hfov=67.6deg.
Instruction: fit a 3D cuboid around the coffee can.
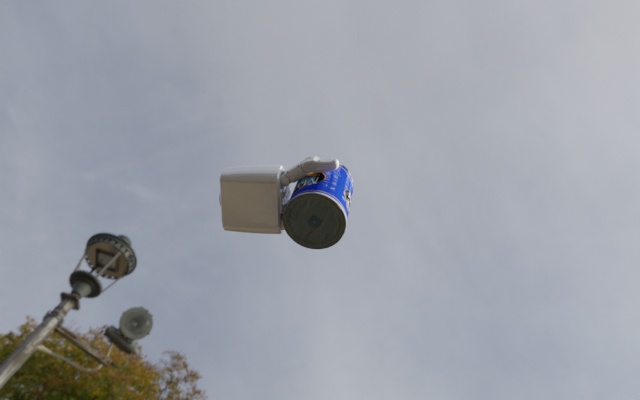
[{"bbox_3d":[0.000,0.003,0.812,0.103,0.103,0.140,0,27,9],"label":"coffee can"}]
